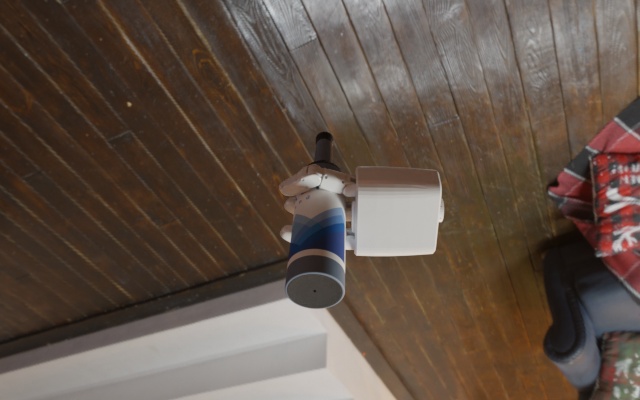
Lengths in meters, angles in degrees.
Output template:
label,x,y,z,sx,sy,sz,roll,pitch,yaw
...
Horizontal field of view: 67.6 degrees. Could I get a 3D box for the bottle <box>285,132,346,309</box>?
label,x,y,z,sx,sy,sz,roll,pitch,yaw
bottle,0.000,0.002,0.634,0.069,0.069,0.295,0,42,3
